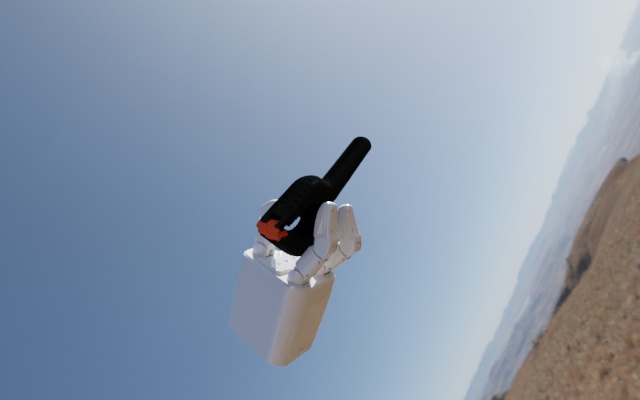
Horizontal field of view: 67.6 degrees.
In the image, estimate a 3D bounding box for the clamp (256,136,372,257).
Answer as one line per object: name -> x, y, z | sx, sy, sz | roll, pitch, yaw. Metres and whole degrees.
clamp -> -0.001, 0.002, 0.564 | 0.036, 0.164, 0.210 | 19, 13, 25
